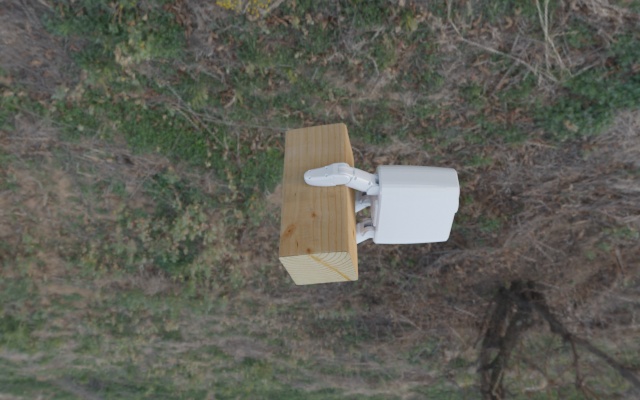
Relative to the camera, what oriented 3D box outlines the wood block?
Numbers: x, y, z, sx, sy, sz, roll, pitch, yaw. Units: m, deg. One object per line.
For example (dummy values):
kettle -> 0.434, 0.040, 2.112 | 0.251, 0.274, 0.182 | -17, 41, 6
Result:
wood block -> 0.000, 0.002, 0.672 | 0.090, 0.206, 0.091 | -6, -33, 10
